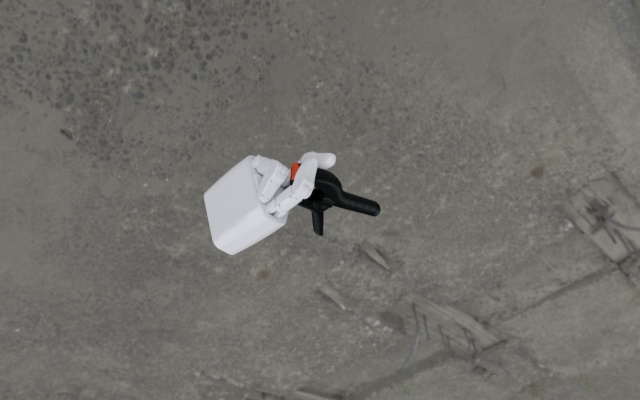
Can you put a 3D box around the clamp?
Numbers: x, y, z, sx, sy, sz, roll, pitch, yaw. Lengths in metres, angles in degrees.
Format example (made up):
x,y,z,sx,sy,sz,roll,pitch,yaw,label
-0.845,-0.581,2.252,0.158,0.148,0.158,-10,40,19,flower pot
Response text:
x,y,z,sx,sy,sz,roll,pitch,yaw,label
0.000,0.003,0.740,0.120,0.039,0.171,-33,-48,26,clamp
